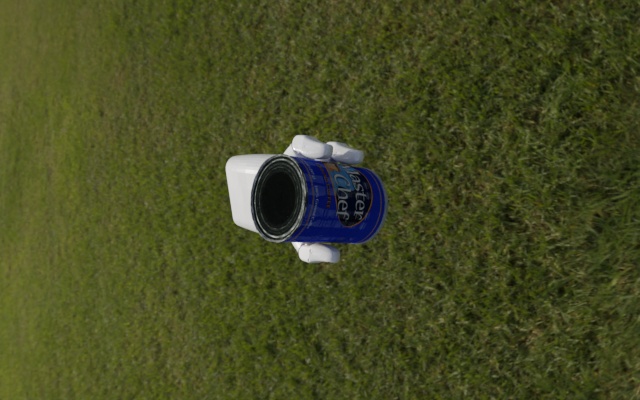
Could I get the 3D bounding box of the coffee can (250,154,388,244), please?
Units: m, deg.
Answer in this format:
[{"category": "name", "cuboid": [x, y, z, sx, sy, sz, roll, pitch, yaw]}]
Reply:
[{"category": "coffee can", "cuboid": [0.000, 0.002, 0.590, 0.140, 0.103, 0.103, 5, -4, -43]}]
